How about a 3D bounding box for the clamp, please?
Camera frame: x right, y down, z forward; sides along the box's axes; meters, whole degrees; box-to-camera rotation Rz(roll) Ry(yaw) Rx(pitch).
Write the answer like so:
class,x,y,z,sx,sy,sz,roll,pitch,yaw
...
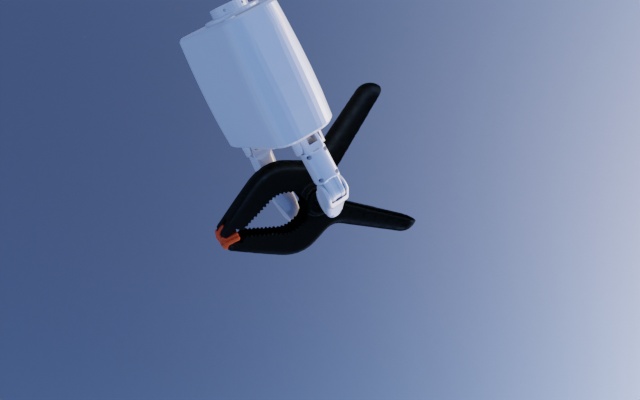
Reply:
class,x,y,z,sx,sy,sz,roll,pitch,yaw
clamp,0.000,0.002,0.477,0.210,0.165,0.036,-32,24,-13
